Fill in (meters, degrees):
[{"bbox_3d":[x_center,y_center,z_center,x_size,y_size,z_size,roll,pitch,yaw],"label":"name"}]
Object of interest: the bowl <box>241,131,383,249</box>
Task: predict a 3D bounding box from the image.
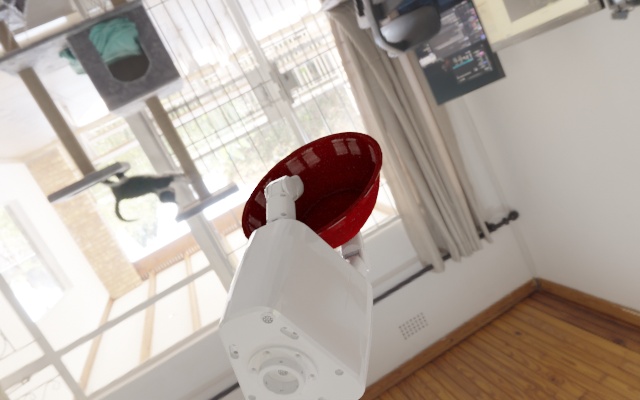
[{"bbox_3d":[0.001,0.001,0.492,0.162,0.162,0.055,0,-43,42],"label":"bowl"}]
